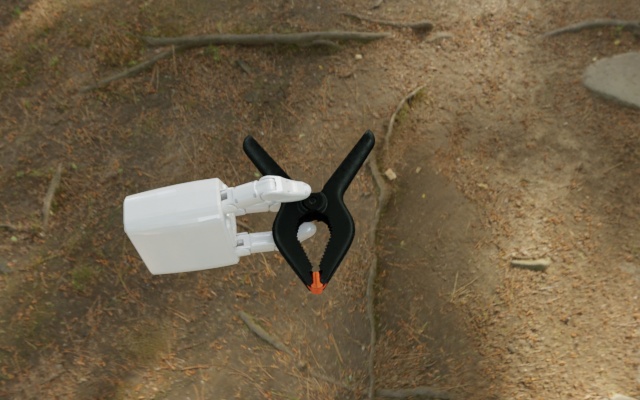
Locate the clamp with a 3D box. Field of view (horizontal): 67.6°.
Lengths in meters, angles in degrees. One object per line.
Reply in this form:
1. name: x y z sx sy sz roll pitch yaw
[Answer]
1. clamp: 0.000 0.002 0.561 0.164 0.210 0.036 -9 -25 -3
